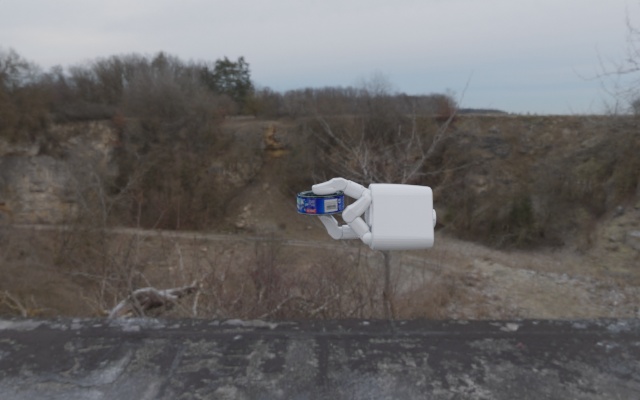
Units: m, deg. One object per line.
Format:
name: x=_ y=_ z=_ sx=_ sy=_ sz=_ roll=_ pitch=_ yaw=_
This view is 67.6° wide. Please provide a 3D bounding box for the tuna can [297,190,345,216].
tuna can: x=0.000 y=0.002 z=0.860 sx=0.086 sy=0.034 sz=0.086 roll=-2 pitch=10 yaw=0
